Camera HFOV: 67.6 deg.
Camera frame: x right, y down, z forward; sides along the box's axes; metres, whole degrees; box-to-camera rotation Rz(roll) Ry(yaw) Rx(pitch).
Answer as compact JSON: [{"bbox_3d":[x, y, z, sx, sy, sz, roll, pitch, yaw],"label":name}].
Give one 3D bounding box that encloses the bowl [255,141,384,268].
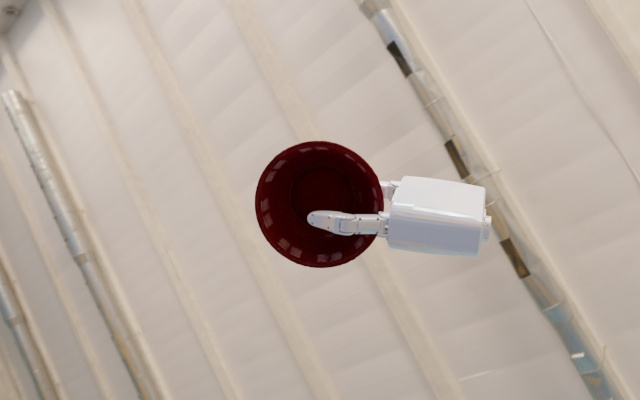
[{"bbox_3d":[-0.001,0.001,0.613,0.162,0.162,0.055,0,12,6],"label":"bowl"}]
